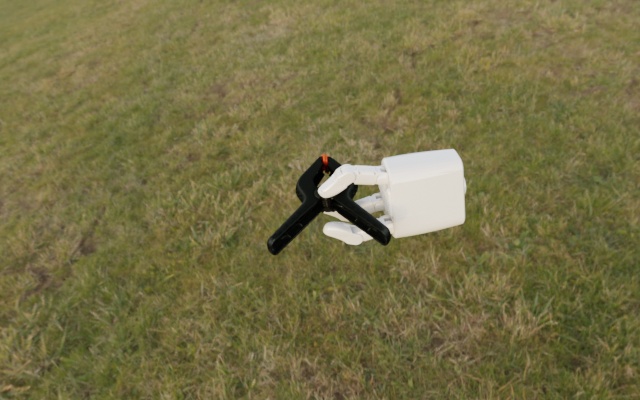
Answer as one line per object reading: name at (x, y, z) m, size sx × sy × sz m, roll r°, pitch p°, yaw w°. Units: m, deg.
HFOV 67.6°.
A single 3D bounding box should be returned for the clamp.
clamp at (0.000, 0.001, 0.700) m, size 0.164 × 0.036 × 0.209 m, roll -9°, pitch 38°, yaw -3°
